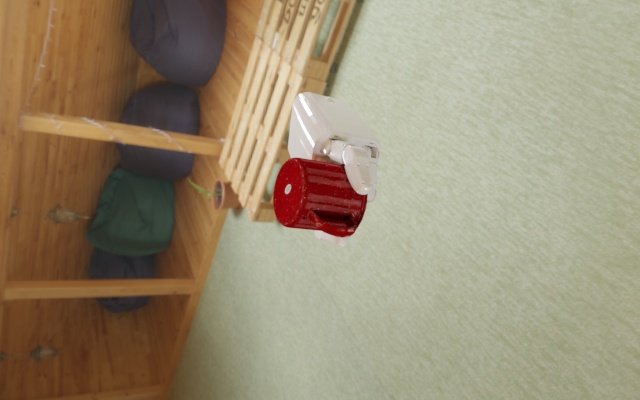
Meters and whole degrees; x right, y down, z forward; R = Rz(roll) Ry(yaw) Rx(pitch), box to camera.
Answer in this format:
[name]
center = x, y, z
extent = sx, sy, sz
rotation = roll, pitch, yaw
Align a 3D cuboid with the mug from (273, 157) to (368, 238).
[mug]
center = 0.000, 0.003, 0.554
extent = 0.081, 0.093, 0.117
rotation = 7, 35, -30
